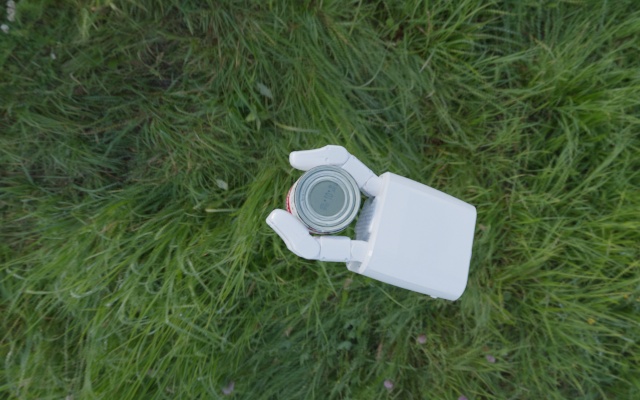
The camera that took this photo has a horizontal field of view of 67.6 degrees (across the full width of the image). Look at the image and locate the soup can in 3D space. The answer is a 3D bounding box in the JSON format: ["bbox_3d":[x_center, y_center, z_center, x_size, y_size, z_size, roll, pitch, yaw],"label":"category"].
[{"bbox_3d":[0.000,0.001,0.507,0.068,0.068,0.102,0,-4,-8],"label":"soup can"}]
